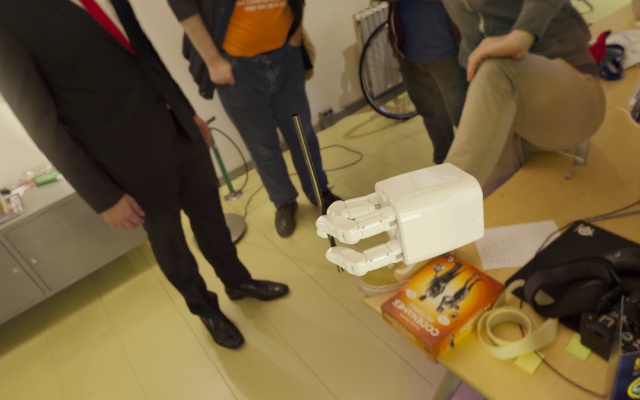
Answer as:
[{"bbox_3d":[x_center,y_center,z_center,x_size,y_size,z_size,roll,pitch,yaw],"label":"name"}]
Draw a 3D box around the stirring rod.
[{"bbox_3d":[0.000,0.002,0.583,0.011,0.240,0.011,-11,36,8],"label":"stirring rod"}]
